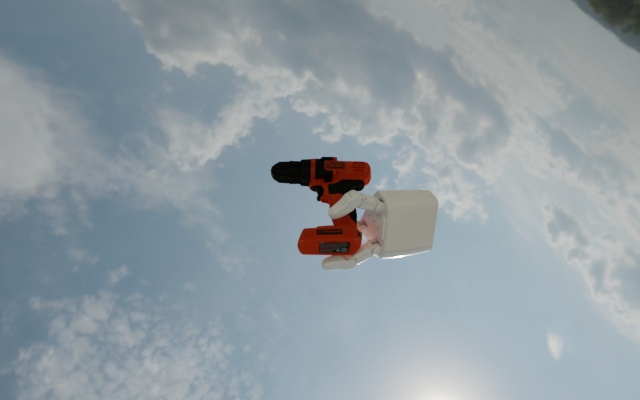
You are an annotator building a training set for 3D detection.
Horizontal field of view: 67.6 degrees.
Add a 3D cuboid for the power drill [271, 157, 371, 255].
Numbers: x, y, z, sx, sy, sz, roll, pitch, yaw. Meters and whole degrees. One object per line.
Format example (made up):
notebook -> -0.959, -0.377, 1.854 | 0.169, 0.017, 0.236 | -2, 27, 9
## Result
power drill -> 0.000, 0.003, 0.836 | 0.184, 0.187, 0.057 | 0, -35, 1
